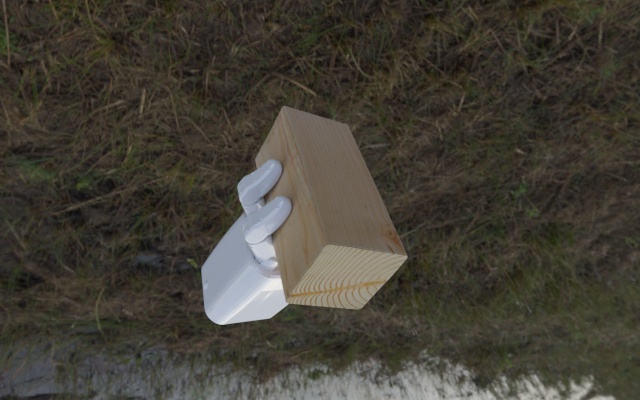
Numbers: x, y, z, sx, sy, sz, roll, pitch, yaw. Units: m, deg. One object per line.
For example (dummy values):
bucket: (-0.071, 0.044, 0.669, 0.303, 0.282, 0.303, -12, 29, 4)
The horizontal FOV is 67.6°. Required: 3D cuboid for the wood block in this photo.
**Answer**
wood block: (0.000, 0.002, 0.511, 0.091, 0.206, 0.090, 12, -50, -29)
